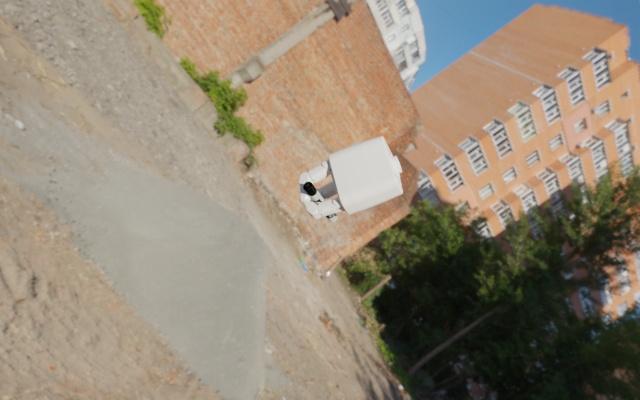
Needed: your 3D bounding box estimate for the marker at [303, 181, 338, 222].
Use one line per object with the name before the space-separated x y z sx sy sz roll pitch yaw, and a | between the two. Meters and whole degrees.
marker | 0.000 0.003 0.877 0.020 0.020 0.121 0 -32 29
